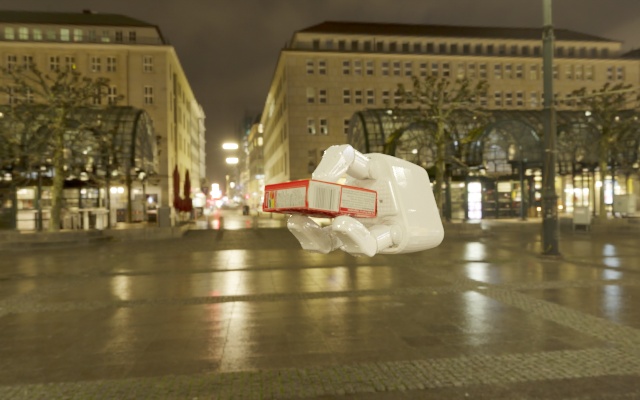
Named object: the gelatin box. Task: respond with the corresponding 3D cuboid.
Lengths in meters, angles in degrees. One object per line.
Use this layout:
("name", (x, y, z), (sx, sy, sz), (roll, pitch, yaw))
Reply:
("gelatin box", (0.000, 0.001, 0.465), (0.089, 0.030, 0.073), (8, -8, -39))
